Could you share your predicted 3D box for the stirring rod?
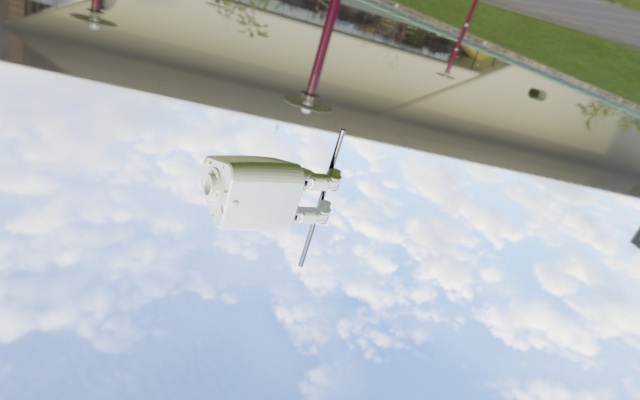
[{"bbox_3d":[0.000,0.002,0.744,0.011,0.240,0.011,15,23,-6],"label":"stirring rod"}]
